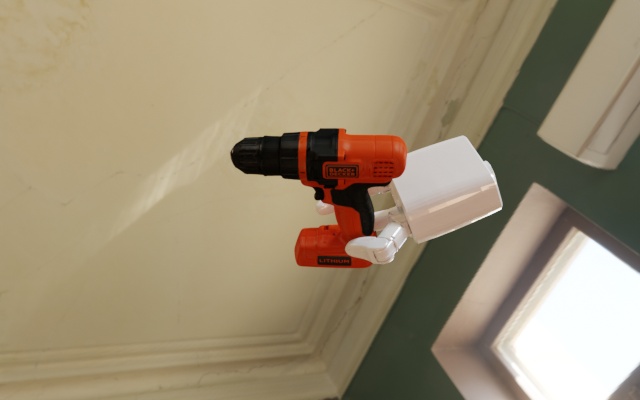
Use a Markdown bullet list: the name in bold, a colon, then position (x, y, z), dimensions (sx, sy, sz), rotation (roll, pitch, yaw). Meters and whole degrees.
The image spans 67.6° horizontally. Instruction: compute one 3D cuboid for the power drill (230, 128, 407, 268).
- **power drill**: position (0.000, 0.002, 0.548), dimensions (0.184, 0.057, 0.188), rotation (2, -43, 5)
